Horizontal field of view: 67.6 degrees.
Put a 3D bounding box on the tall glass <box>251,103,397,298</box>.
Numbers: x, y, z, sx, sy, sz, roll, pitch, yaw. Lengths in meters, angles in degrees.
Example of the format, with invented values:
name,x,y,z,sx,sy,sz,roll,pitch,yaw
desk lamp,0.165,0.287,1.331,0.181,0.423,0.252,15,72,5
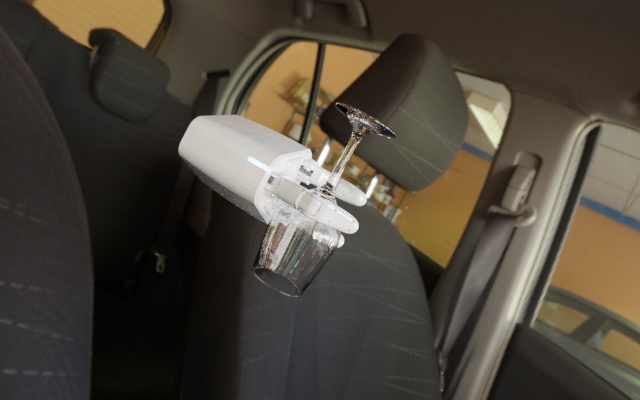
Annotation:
name,x,y,z,sx,sy,sz,roll,pitch,yaw
tall glass,0.001,0.001,0.512,0.079,0.201,0.079,29,2,-1
